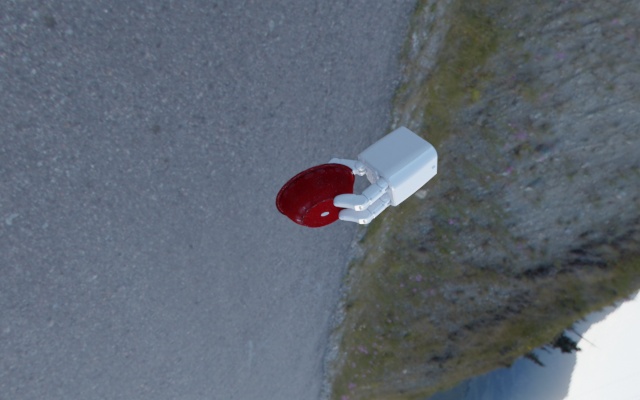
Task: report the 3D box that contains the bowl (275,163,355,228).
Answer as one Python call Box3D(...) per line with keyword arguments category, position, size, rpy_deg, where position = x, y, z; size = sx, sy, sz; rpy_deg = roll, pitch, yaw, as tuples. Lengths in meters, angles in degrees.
Box3D(category="bowl", position=(-0.001, 0.004, 0.893), size=(0.162, 0.055, 0.162), rpy_deg=(-18, -31, -11))
